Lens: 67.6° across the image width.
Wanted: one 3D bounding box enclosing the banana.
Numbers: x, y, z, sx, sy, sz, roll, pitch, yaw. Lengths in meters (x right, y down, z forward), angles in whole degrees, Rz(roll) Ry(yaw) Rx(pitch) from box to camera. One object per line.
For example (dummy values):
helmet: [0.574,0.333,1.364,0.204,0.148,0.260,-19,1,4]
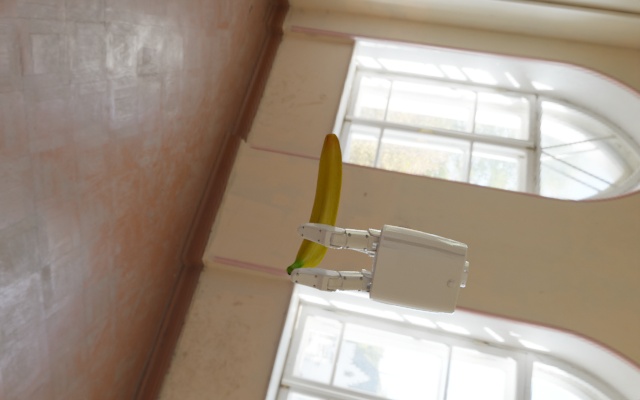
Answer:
banana: [0.003,0.010,0.646,0.037,0.197,0.070,11,-13,14]
